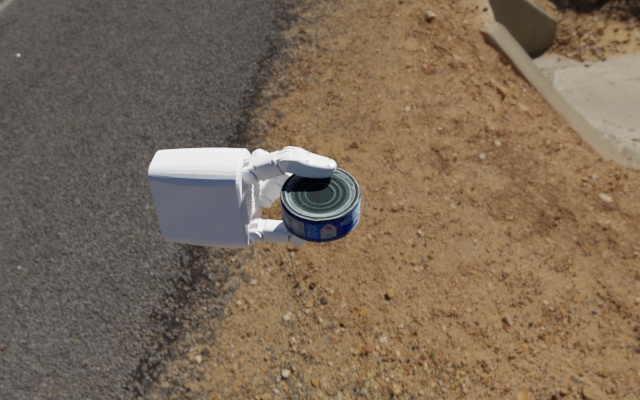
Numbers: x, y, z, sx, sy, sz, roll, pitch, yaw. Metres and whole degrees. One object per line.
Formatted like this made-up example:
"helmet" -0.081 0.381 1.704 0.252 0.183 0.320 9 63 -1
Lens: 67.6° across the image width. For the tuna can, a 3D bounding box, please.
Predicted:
"tuna can" 0.000 0.001 0.508 0.086 0.086 0.034 0 -44 2
